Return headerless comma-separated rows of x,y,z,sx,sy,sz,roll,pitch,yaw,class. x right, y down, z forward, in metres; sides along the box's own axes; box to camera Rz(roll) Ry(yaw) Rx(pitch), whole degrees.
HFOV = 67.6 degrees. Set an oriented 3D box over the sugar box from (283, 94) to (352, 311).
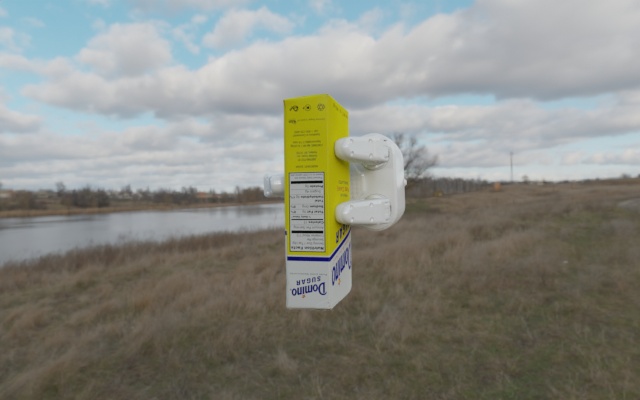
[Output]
0.001,0.001,0.429,0.048,0.176,0.093,-3,1,15,sugar box
